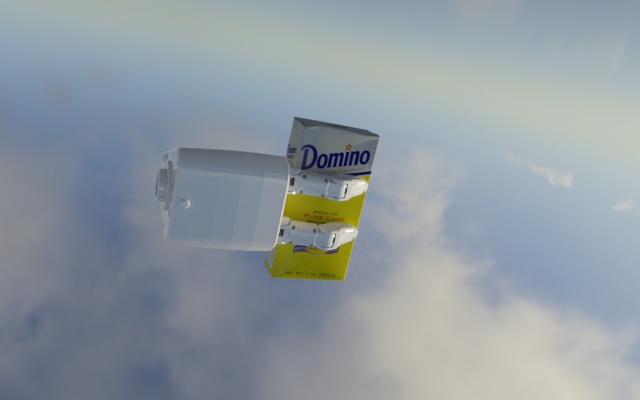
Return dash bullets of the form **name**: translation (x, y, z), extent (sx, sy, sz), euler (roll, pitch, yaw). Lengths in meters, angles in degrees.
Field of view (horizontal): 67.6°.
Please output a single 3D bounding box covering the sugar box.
- **sugar box**: translation (0.000, 0.002, 0.539), extent (0.093, 0.176, 0.048), euler (6, 19, -23)
